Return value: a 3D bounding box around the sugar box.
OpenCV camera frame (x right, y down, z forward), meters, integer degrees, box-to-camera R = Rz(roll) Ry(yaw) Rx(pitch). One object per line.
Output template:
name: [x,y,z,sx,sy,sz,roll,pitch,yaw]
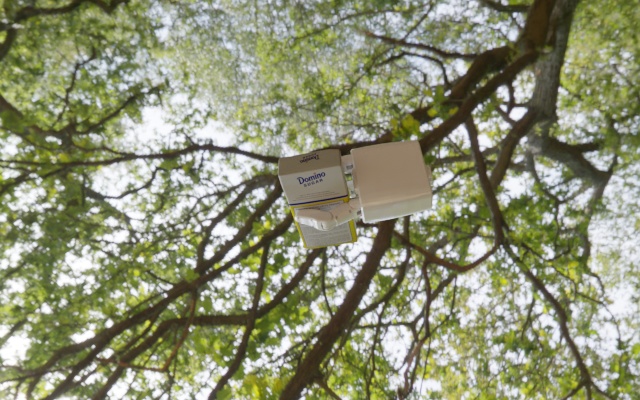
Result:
sugar box: [0.000,0.002,0.740,0.093,0.176,0.048,-8,44,6]
